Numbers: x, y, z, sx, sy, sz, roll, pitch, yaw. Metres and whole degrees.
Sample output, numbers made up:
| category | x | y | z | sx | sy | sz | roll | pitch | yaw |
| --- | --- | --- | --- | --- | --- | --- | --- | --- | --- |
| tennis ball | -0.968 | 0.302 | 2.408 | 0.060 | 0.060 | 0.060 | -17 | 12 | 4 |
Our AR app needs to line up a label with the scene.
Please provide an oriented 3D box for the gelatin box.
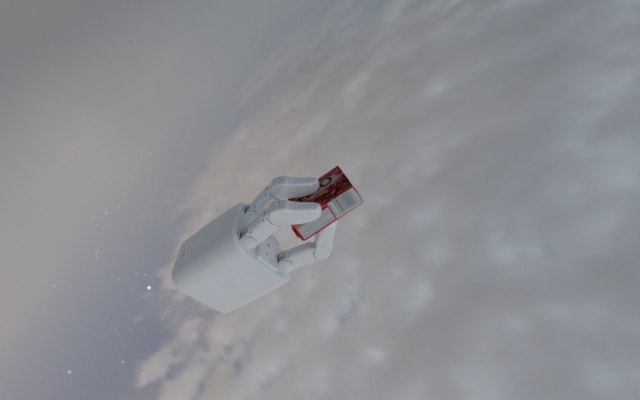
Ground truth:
| category | x | y | z | sx | sy | sz | roll | pitch | yaw |
| --- | --- | --- | --- | --- | --- | --- | --- | --- | --- |
| gelatin box | 0.001 | 0.002 | 0.591 | 0.089 | 0.030 | 0.073 | -33 | 26 | 3 |
